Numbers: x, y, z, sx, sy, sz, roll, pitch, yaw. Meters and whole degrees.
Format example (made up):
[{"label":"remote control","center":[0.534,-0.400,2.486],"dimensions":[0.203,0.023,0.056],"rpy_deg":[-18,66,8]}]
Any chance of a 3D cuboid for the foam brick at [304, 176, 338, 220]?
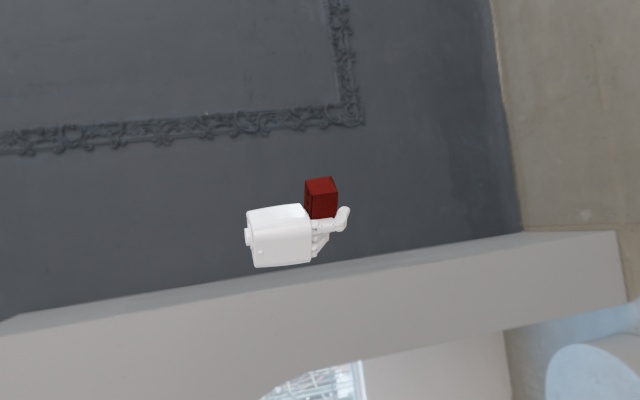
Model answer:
[{"label":"foam brick","center":[0.000,0.003,0.887],"dimensions":[0.051,0.078,0.053],"rpy_deg":[-7,37,-13]}]
